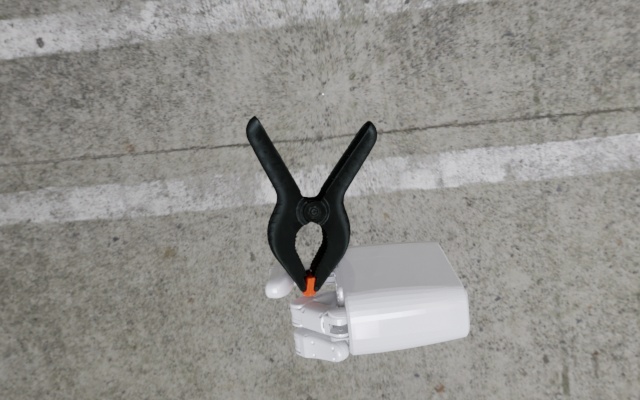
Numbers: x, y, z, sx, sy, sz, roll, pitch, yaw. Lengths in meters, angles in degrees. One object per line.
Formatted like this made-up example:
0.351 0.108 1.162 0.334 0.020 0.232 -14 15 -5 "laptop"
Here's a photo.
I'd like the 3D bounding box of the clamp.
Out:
0.000 0.002 0.447 0.120 0.171 0.039 -7 13 -5 "clamp"
